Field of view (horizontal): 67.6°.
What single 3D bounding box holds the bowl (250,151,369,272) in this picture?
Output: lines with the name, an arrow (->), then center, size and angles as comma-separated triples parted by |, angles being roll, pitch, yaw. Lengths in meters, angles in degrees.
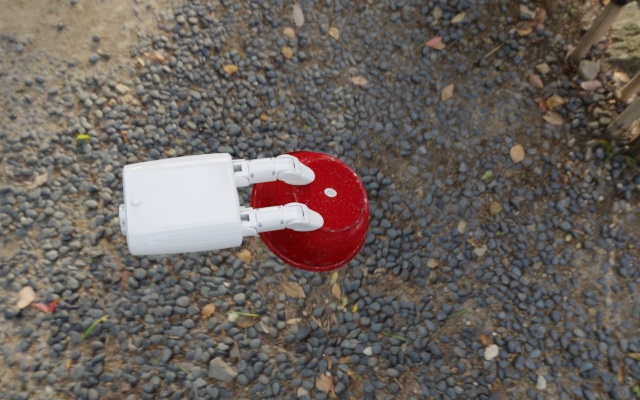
bowl -> 0.001, 0.001, 0.579 | 0.162, 0.162, 0.055 | 0, -21, -26
